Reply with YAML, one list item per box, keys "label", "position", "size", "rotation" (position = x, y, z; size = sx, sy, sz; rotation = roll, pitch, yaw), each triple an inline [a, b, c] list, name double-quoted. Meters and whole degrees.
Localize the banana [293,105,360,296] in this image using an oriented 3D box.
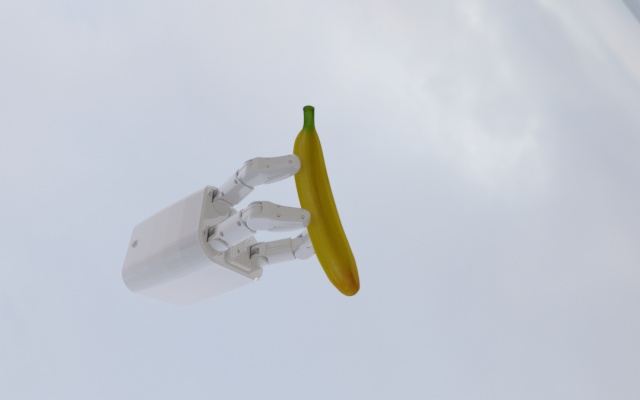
- label: "banana"
  position: [0.000, 0.006, 0.472]
  size: [0.037, 0.197, 0.070]
  rotation: [-13, -23, -4]
